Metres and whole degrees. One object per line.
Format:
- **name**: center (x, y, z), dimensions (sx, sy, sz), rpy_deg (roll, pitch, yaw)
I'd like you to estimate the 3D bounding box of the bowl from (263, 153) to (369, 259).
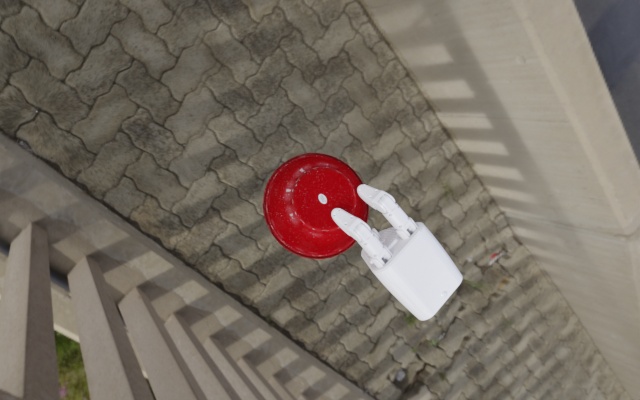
- **bowl**: center (-0.001, 0.001, 0.688), dimensions (0.162, 0.162, 0.055), rpy_deg (0, -10, -12)
